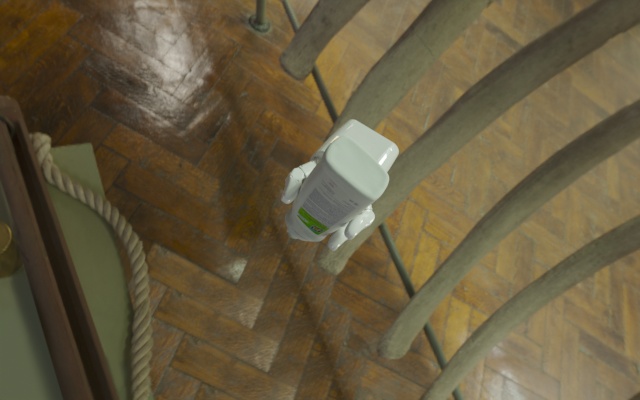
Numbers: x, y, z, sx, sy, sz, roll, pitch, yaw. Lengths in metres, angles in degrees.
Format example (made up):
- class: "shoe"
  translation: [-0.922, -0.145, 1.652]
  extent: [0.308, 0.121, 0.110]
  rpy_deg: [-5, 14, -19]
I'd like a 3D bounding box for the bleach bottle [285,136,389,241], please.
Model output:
- class: "bleach bottle"
  translation: [0.000, 0.003, 0.748]
  extent: [0.068, 0.102, 0.251]
  rpy_deg: [-52, 6, -34]
